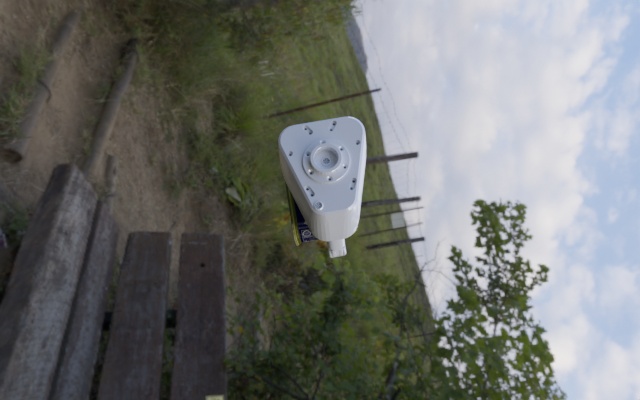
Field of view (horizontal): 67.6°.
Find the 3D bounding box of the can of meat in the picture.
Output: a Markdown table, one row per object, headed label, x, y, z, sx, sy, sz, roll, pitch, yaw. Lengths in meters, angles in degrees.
| label | x | y | z | sx | sy | sz | roll | pitch | yaw |
| --- | --- | --- | --- | --- | --- | --- | --- | --- | --- |
| can of meat | 0.000 | 0.002 | 0.641 | 0.084 | 0.102 | 0.057 | -10 | -21 | -1 |
